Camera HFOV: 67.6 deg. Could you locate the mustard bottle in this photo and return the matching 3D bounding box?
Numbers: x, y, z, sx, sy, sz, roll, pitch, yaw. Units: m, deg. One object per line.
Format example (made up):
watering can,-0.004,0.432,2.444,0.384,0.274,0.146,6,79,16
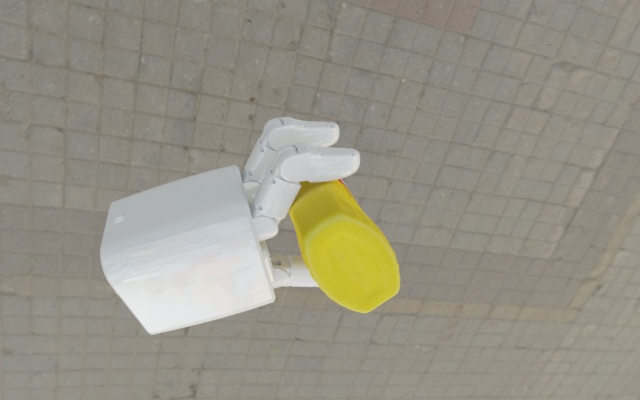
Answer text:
mustard bottle,0.000,0.001,0.405,0.058,0.096,0.191,-36,33,5
